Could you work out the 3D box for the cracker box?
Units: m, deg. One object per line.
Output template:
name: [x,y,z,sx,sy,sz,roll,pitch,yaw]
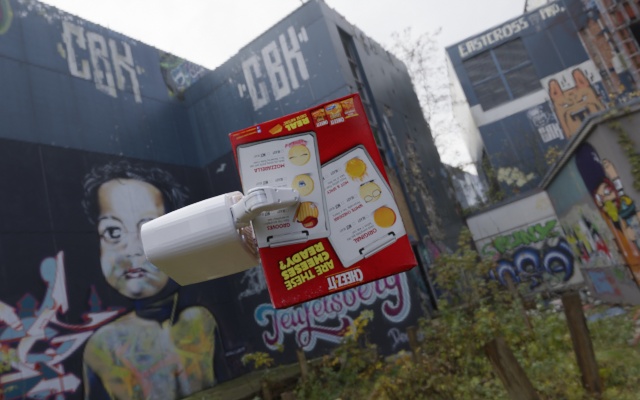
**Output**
cracker box: [0.000,0.002,0.564,0.164,0.213,0.072,-18,-14,3]
